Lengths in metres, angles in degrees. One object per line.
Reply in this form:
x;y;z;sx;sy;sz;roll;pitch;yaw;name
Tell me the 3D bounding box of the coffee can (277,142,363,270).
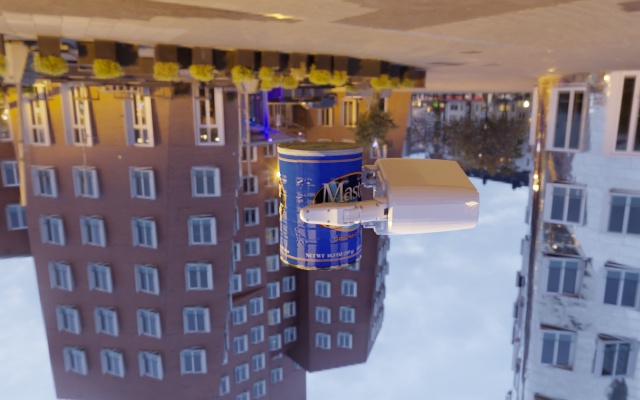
0.000;0.002;0.587;0.103;0.140;0.102;0;12;0;coffee can
